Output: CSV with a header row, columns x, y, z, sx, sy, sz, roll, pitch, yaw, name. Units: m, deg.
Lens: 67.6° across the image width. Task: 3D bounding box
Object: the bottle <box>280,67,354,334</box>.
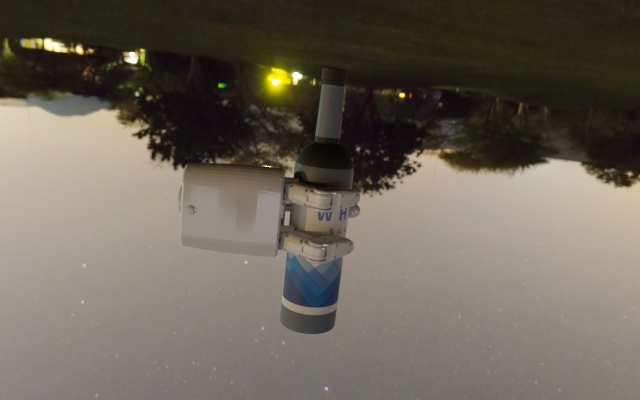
x,y,z,sx,sy,sz,roll,pitch,yaw,name
0.000,0.002,0.543,0.069,0.296,0.069,6,12,-1,bottle
